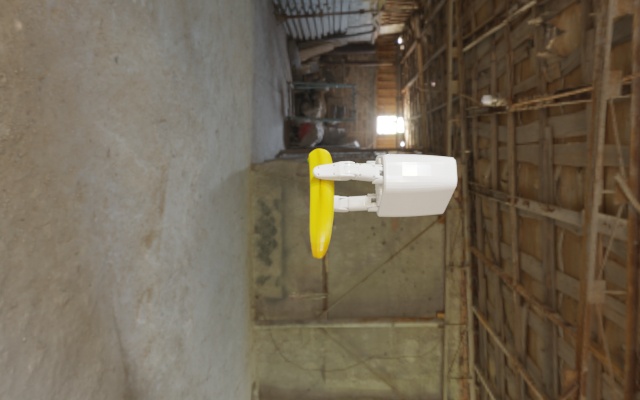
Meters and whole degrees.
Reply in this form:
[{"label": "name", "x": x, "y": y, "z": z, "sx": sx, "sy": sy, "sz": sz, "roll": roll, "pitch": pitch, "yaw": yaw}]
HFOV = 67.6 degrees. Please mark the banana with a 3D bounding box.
[{"label": "banana", "x": 0.001, "y": -0.012, "z": 0.715, "sx": 0.037, "sy": 0.197, "sz": 0.070, "roll": 1, "pitch": -38, "yaw": -4}]
